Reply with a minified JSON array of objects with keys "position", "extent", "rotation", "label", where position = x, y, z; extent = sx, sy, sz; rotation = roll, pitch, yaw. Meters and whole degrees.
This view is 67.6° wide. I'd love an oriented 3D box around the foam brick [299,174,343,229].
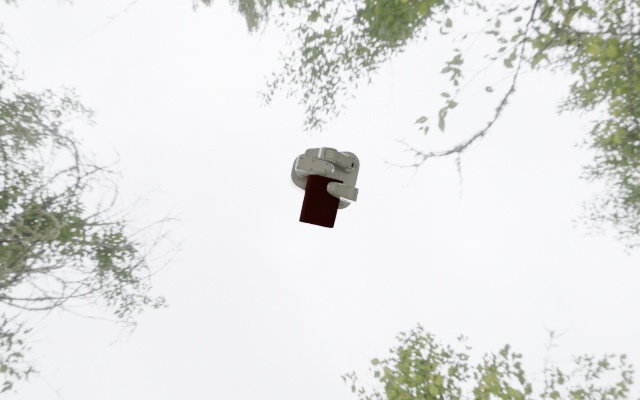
[{"position":[0.000,0.003,0.750],"extent":[0.053,0.078,0.051],"rotation":[13,-5,-8],"label":"foam brick"}]
